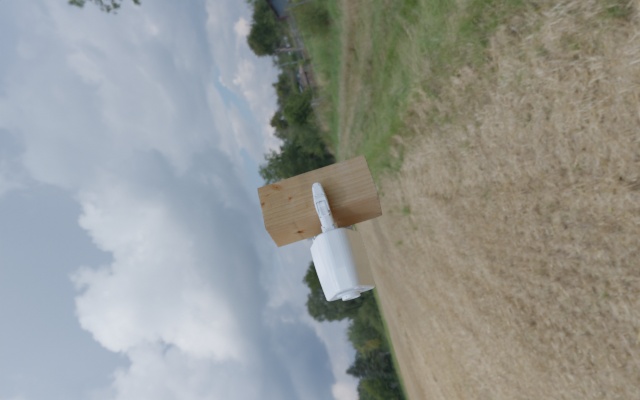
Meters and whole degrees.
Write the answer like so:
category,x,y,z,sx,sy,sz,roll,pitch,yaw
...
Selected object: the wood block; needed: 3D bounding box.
category,x,y,z,sx,sy,sz,roll,pitch,yaw
wood block,0.000,0.003,0.884,0.206,0.090,0.091,-17,-31,3
